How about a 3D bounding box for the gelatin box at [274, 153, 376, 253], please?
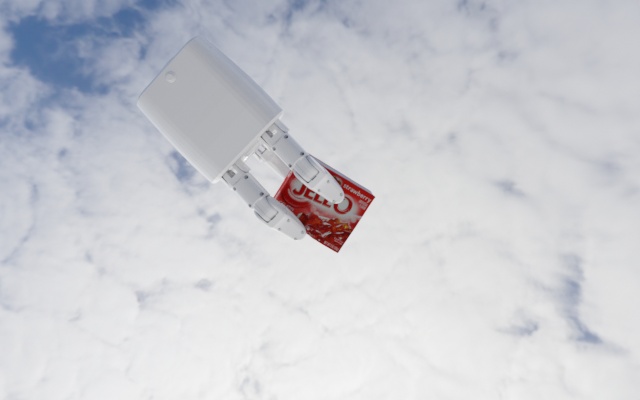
[{"bbox_3d":[0.000,0.002,0.500,0.089,0.073,0.030,31,11,-11],"label":"gelatin box"}]
